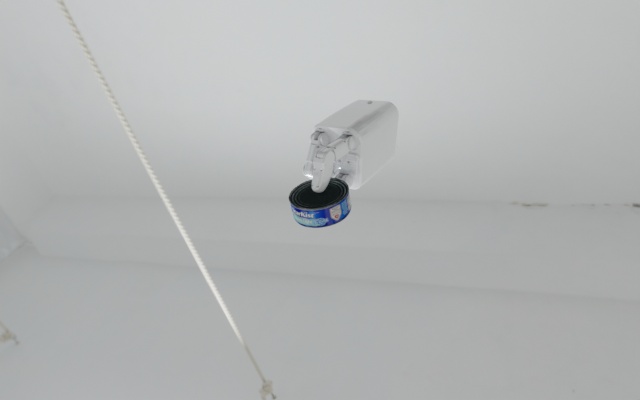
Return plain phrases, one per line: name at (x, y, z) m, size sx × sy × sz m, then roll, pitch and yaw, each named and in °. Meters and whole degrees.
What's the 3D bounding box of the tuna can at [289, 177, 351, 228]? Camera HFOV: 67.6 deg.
tuna can at (0.000, 0.003, 0.675) m, size 0.086 × 0.034 × 0.086 m, roll -9°, pitch 31°, yaw 5°
